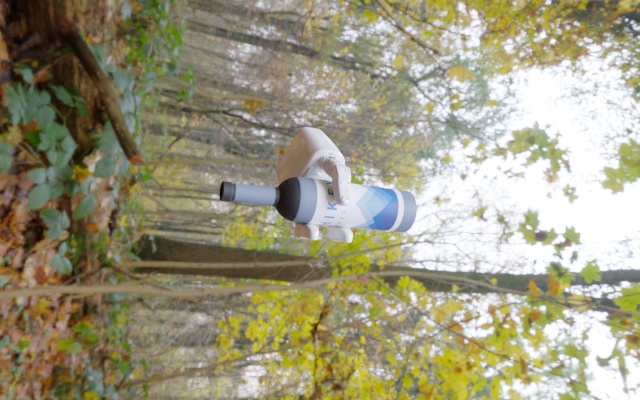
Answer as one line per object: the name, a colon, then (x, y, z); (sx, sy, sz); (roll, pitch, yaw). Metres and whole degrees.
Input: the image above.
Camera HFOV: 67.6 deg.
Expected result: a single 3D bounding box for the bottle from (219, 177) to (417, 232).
bottle: (0.000, 0.002, 0.706); (0.296, 0.069, 0.069); (6, -3, -22)
